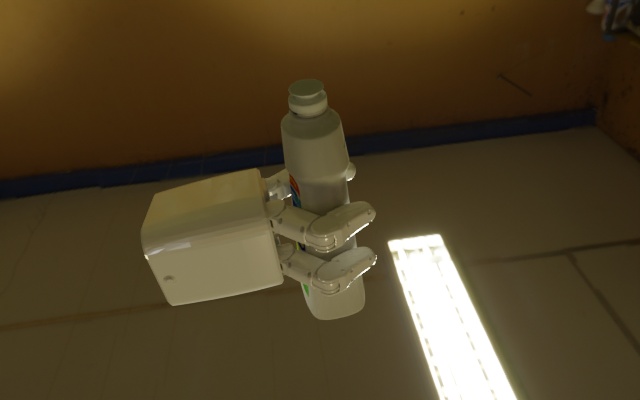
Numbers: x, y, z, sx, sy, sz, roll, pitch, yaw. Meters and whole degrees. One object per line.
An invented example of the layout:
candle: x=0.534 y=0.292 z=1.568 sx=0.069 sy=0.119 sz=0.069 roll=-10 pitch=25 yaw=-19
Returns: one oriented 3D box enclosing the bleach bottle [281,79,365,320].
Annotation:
bleach bottle: x=0.000 y=0.002 z=0.459 sx=0.068 sy=0.251 sz=0.102 roll=-12 pitch=40 yaw=-5
